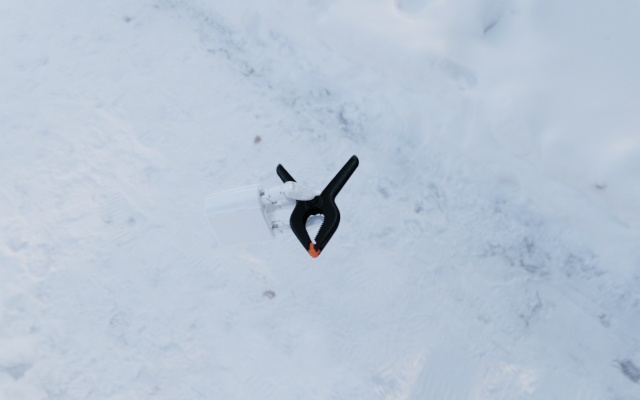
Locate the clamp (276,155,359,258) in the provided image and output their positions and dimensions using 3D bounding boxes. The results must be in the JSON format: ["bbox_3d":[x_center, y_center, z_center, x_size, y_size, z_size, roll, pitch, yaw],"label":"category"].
[{"bbox_3d":[0.000,0.003,0.882,0.164,0.209,0.036,-12,-33,10],"label":"clamp"}]
